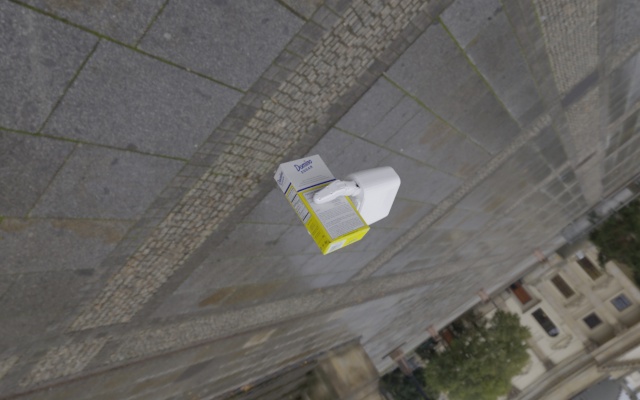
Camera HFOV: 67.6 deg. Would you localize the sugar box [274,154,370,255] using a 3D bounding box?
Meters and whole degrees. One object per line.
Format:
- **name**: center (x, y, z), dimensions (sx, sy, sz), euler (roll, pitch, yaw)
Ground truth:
- **sugar box**: center (0.000, 0.003, 0.858), dimensions (0.093, 0.176, 0.048), euler (-18, -27, -36)
